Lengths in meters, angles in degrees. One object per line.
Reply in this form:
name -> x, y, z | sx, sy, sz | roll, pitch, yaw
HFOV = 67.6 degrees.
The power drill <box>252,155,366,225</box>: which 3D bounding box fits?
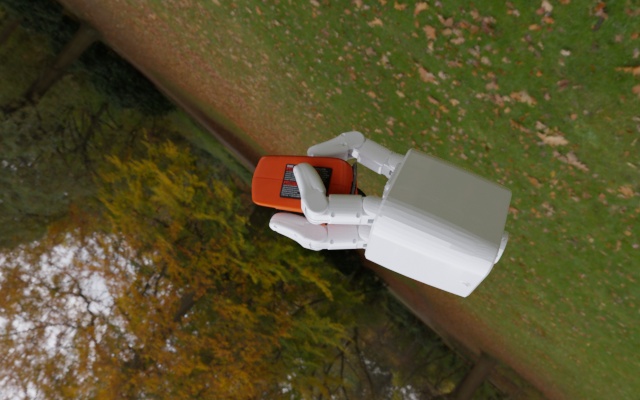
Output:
power drill -> 0.000, 0.002, 0.549 | 0.184, 0.057, 0.188 | 4, -11, 24
